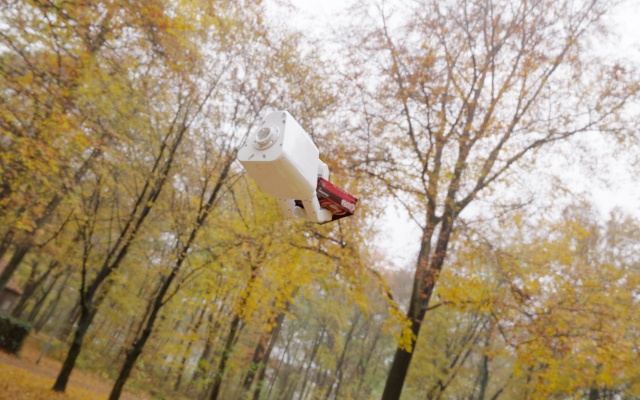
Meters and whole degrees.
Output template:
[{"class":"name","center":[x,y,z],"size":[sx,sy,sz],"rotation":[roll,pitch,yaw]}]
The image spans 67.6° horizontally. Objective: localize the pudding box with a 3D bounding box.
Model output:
[{"class":"pudding box","center":[0.000,0.003,0.884],"size":[0.090,0.039,0.113],"rotation":[31,-26,-23]}]
